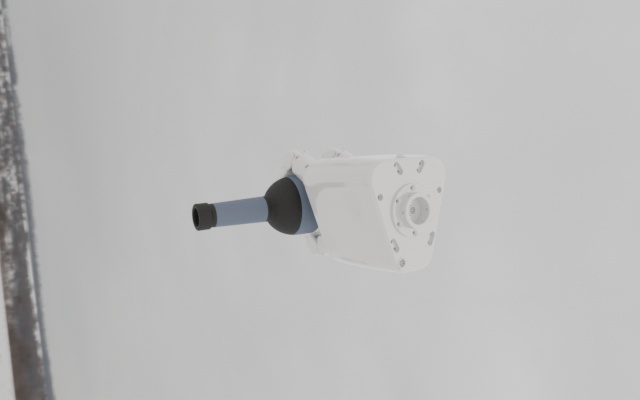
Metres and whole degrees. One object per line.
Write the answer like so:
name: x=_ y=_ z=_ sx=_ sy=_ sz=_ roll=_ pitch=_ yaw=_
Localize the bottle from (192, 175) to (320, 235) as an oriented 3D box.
bottle: x=0.000 y=0.002 z=0.553 sx=0.295 sy=0.069 sz=0.069 roll=-7 pitch=4 yaw=-32
